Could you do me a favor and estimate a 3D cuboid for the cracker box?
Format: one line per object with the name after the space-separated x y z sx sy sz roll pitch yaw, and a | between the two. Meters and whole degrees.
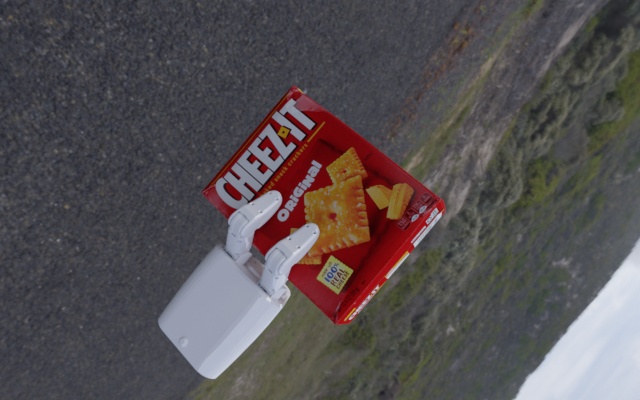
0.000 0.002 0.522 0.213 0.164 0.072 41 1 20 | cracker box
